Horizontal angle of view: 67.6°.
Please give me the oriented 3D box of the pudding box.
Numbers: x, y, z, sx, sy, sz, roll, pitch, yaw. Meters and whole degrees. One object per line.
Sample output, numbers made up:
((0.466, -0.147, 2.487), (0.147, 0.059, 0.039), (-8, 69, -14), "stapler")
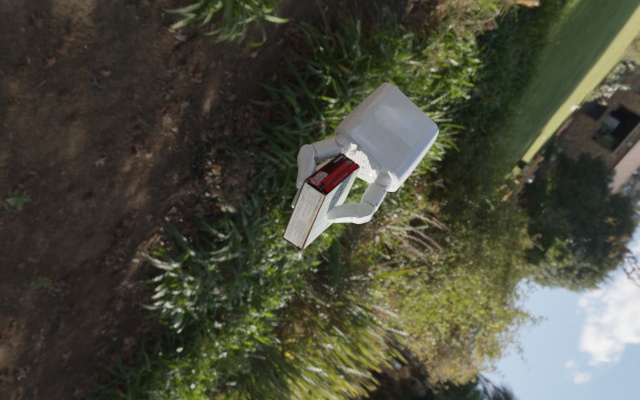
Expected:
((0.000, 0.002, 0.635), (0.039, 0.114, 0.090), (35, 42, 15), "pudding box")
